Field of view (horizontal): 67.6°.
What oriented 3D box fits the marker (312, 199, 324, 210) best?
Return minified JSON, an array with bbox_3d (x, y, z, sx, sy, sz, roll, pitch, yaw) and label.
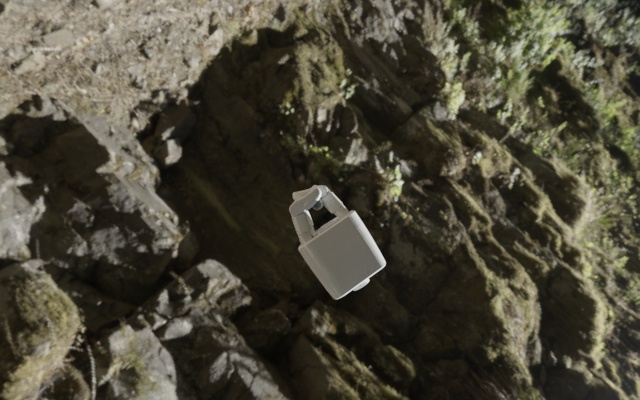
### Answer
[{"bbox_3d":[0.000,0.003,0.842,0.020,0.020,0.121,0,4,5],"label":"marker"}]
